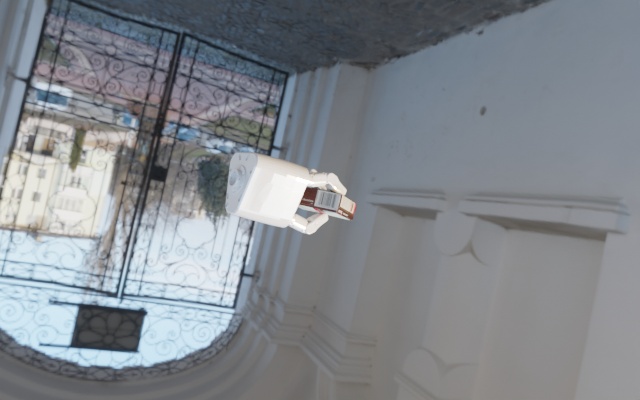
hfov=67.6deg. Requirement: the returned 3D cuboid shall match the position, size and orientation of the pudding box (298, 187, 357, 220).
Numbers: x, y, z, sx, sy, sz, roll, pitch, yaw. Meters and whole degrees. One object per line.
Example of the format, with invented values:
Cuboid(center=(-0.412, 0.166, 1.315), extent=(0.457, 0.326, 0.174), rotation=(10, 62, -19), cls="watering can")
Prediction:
Cuboid(center=(0.000, 0.003, 0.896), extent=(0.113, 0.039, 0.090), rotation=(14, -5, 24), cls="pudding box")
